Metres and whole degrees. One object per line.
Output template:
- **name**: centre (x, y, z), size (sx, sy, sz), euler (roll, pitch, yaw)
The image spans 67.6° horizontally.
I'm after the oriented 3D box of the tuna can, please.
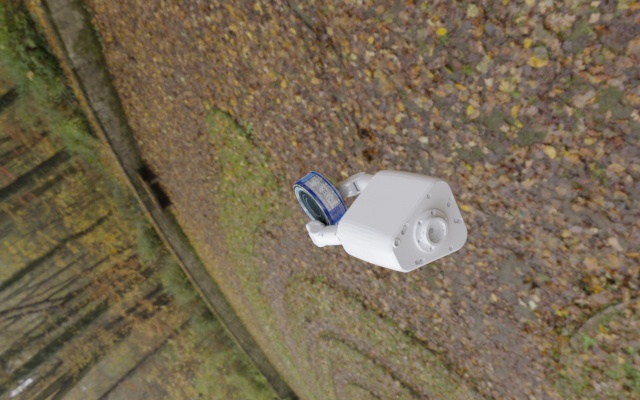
- **tuna can**: centre (0.000, 0.003, 0.668), size (0.033, 0.086, 0.086), euler (-37, 12, -17)
